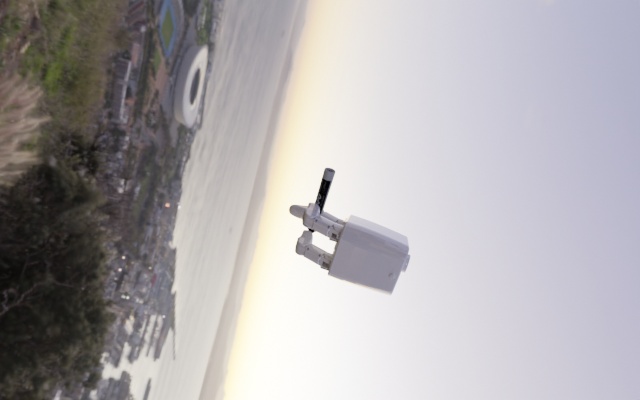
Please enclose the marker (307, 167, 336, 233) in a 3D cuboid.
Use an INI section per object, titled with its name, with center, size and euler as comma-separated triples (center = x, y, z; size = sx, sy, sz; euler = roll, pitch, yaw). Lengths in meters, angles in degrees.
[marker]
center = 0.000, 0.003, 0.793
size = 0.020, 0.121, 0.020
euler = 13, 27, -7
